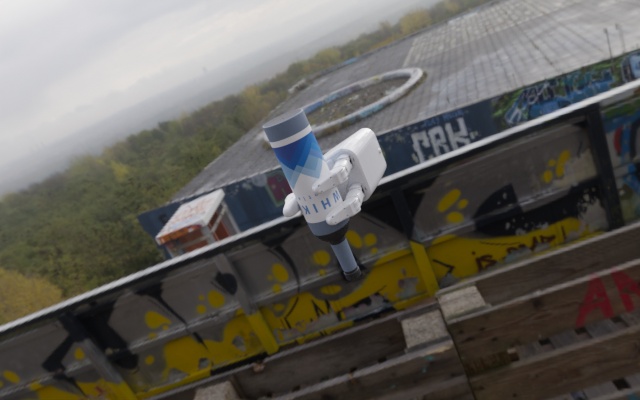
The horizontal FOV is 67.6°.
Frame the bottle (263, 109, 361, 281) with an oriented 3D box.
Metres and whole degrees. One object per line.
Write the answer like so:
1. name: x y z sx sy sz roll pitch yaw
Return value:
1. bottle: 0.000 0.002 0.766 0.069 0.296 0.069 -21 20 8
